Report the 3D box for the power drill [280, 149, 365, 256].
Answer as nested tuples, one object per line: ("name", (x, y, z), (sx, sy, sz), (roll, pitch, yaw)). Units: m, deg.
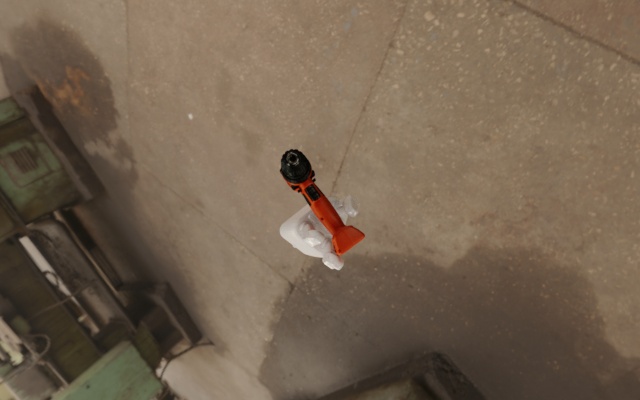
("power drill", (0.000, 0.003, 0.811), (0.057, 0.187, 0.184), (-35, -7, -2))
